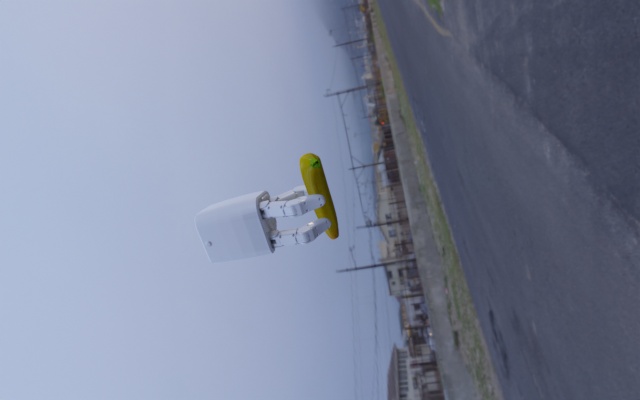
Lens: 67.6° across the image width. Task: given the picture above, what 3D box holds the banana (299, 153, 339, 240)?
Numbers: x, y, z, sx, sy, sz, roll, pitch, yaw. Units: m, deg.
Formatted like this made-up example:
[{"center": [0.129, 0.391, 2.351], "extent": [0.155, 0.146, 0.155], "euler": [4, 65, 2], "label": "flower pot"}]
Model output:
[{"center": [-0.004, -0.014, 0.772], "extent": [0.037, 0.069, 0.198], "euler": [-15, -39, 3], "label": "banana"}]
